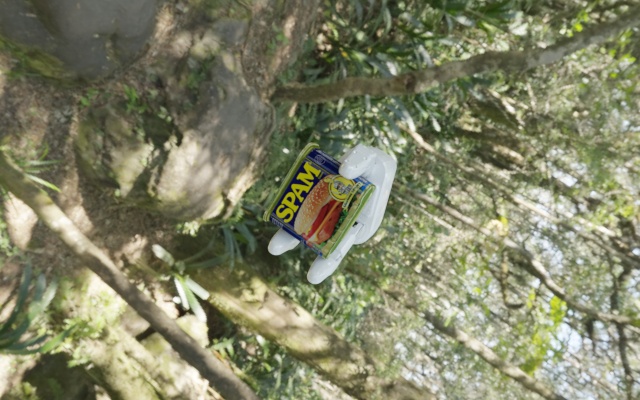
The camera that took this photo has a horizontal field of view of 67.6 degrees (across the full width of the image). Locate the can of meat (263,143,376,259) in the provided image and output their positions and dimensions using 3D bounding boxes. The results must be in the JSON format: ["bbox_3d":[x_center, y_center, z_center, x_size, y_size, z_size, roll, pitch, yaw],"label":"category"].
[{"bbox_3d":[0.000,0.002,0.527,0.084,0.102,0.057,34,11,10],"label":"can of meat"}]
